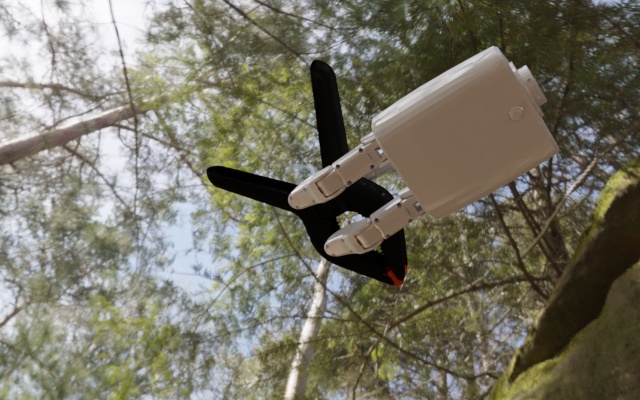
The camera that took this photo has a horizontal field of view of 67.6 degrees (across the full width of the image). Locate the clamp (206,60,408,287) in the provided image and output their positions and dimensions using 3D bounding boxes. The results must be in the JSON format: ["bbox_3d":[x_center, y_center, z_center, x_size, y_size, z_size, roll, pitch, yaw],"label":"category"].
[{"bbox_3d":[0.001,0.001,0.446,0.164,0.210,0.036,-31,12,29],"label":"clamp"}]
